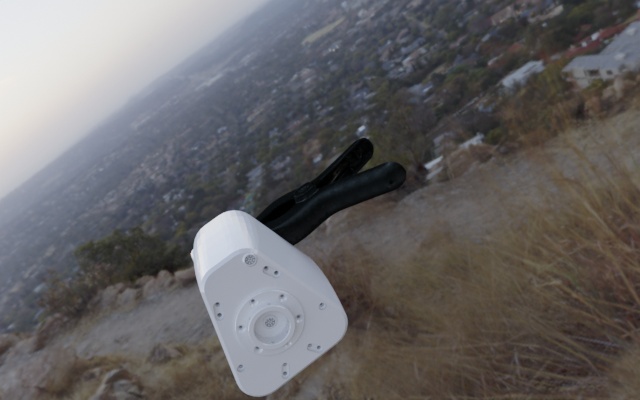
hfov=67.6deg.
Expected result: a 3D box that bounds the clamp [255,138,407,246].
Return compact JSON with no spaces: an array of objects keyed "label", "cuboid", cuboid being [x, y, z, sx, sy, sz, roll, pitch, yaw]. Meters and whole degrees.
[{"label":"clamp","cuboid":[0.000,0.001,0.450,0.171,0.039,0.120,-39,15,-5]}]
